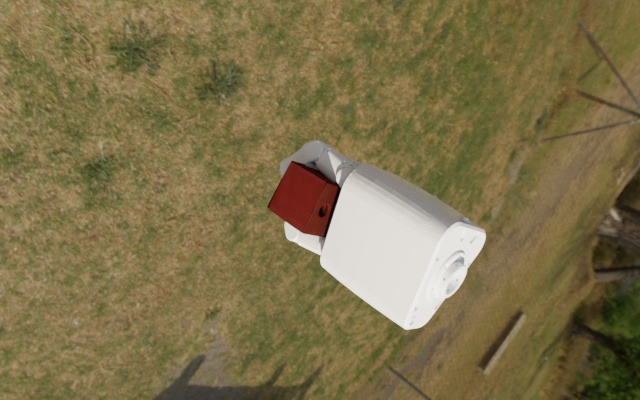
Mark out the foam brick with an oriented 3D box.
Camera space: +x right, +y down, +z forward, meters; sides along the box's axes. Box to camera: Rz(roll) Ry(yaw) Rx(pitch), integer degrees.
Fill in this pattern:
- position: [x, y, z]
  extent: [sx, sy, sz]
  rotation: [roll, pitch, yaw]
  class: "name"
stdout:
- position: [0.000, 0.002, 0.464]
  extent: [0.051, 0.053, 0.078]
  rotation: [34, 12, 36]
  class: "foam brick"
